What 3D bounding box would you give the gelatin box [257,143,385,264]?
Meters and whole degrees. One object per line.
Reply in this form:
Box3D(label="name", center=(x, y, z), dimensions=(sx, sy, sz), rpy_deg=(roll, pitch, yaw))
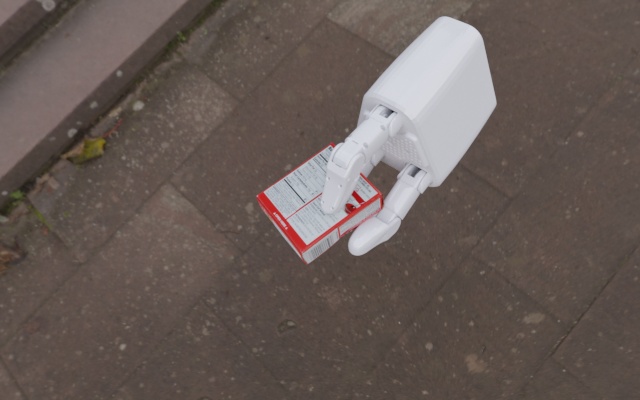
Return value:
Box3D(label="gelatin box", center=(0.000, 0.001, 0.425), dimensions=(0.089, 0.073, 0.030), rpy_deg=(-36, -29, -11))
